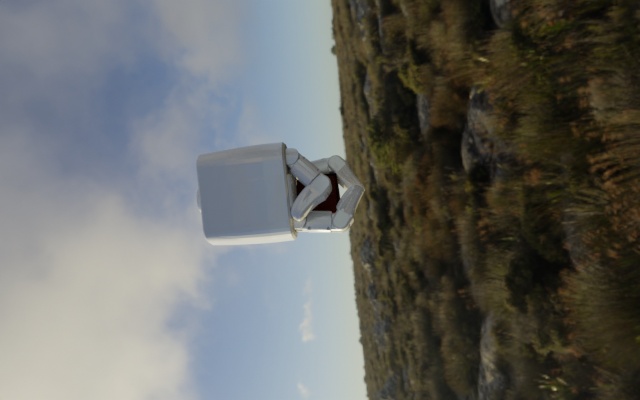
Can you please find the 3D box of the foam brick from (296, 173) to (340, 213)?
[{"bbox_3d":[0.000,0.002,0.620,0.051,0.053,0.078,-7,-17,4],"label":"foam brick"}]
